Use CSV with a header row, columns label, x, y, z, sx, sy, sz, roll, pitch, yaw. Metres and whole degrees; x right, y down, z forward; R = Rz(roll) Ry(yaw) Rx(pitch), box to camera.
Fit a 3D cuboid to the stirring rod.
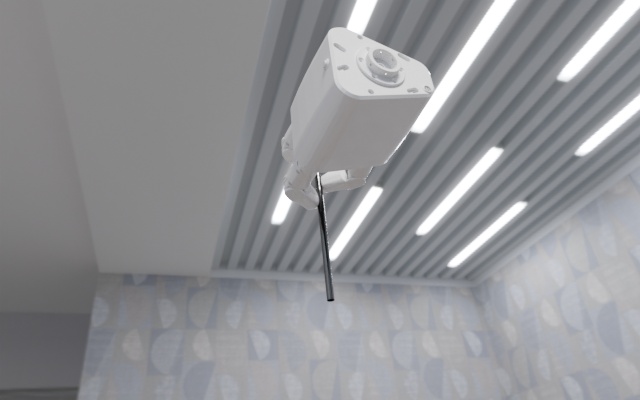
label,x,y,z,sx,sy,sz,roll,pitch,yaw
stirring rod,0.000,0.002,0.555,0.011,0.239,0.011,-4,-32,-3
